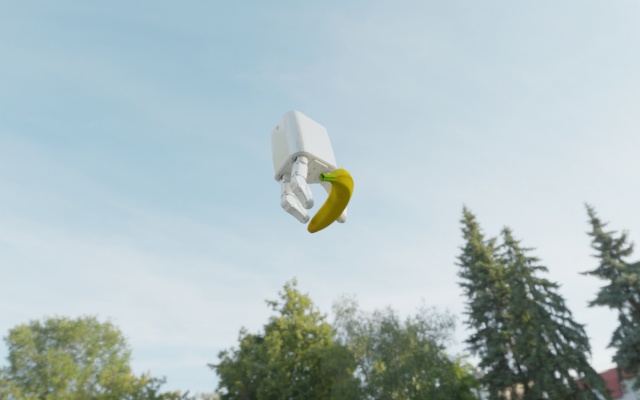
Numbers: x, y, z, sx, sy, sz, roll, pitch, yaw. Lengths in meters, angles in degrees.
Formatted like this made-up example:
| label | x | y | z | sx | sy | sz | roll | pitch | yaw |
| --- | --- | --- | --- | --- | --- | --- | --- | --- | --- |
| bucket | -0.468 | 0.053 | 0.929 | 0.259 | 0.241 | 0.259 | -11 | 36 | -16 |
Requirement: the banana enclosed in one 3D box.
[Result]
| label | x | y | z | sx | sy | sz | roll | pitch | yaw |
| --- | --- | --- | --- | --- | --- | --- | --- | --- | --- |
| banana | 0.019 | -0.002 | 0.804 | 0.069 | 0.037 | 0.198 | -9 | -29 | -12 |
